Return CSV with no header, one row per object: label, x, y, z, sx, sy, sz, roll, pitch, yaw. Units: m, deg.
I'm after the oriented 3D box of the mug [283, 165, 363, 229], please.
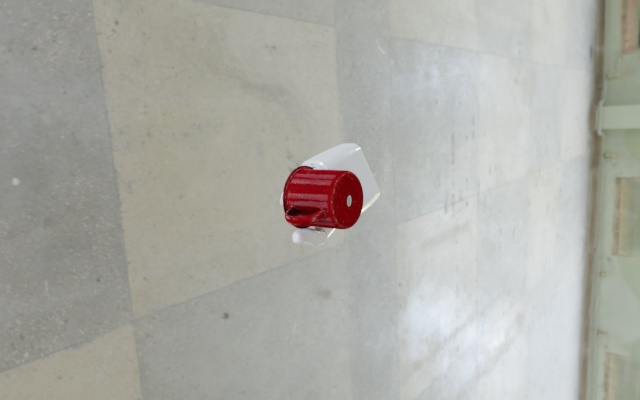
mug,-0.001,0.003,0.664,0.081,0.093,0.117,4,26,38
